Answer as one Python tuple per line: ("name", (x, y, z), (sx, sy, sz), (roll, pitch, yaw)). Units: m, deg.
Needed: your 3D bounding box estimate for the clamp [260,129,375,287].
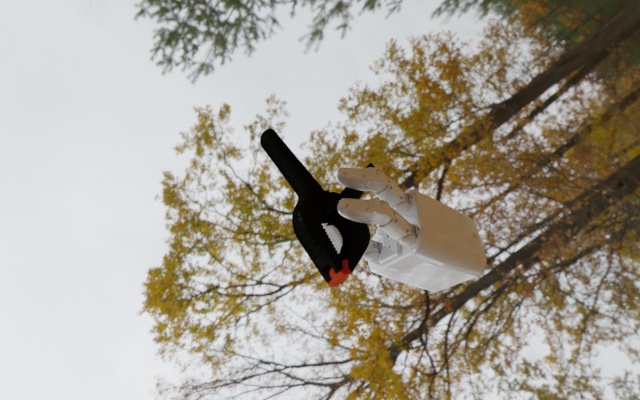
("clamp", (0.000, 0.003, 0.556), (0.164, 0.209, 0.036), (20, -49, -19))
